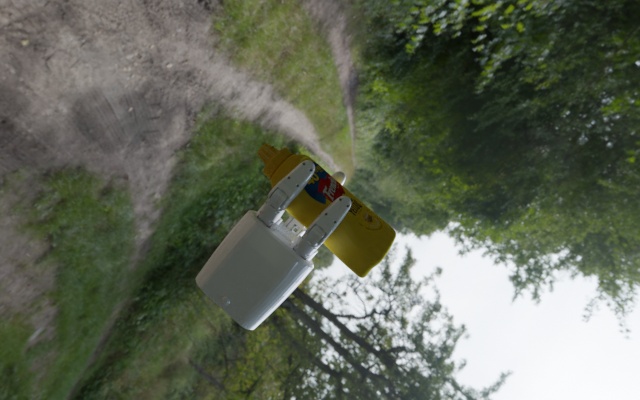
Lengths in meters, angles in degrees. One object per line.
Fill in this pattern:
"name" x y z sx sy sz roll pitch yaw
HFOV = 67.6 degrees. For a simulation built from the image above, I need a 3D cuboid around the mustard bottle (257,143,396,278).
"mustard bottle" 0.000 0.002 0.568 0.191 0.058 0.096 42 29 3
